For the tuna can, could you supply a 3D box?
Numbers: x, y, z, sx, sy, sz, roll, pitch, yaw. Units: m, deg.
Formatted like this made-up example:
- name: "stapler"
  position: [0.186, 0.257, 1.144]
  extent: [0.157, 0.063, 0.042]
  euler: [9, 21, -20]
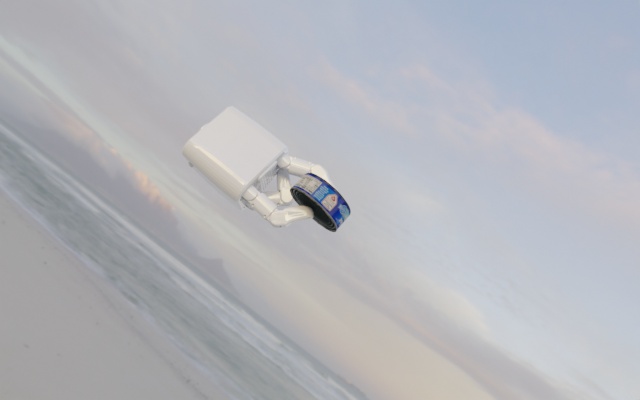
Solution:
- name: "tuna can"
  position: [0.001, 0.002, 0.656]
  extent: [0.086, 0.033, 0.086]
  euler: [40, -15, 13]
